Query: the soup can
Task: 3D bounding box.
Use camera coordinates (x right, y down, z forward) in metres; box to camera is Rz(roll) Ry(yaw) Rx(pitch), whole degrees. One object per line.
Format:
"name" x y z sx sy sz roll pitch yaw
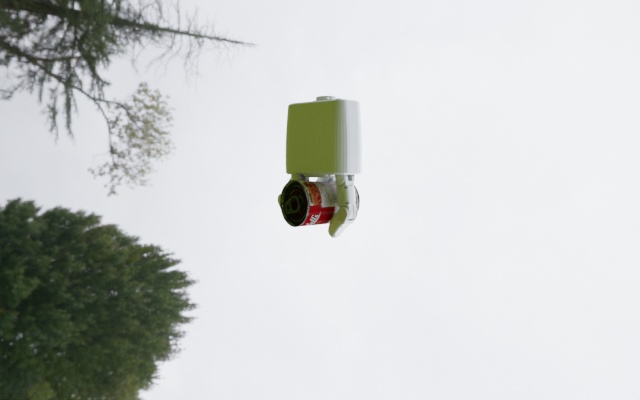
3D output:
"soup can" 0.000 0.003 0.715 0.102 0.068 0.068 -3 2 -39
